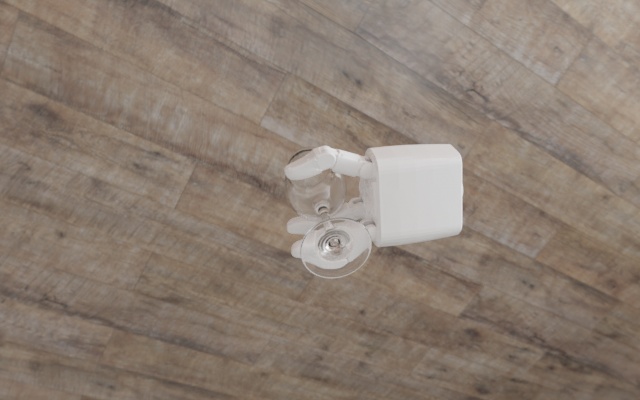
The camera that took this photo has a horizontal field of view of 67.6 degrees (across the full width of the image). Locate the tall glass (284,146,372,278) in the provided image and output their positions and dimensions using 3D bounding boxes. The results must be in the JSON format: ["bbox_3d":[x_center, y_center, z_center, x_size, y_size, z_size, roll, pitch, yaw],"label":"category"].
[{"bbox_3d":[0.000,0.002,0.569,0.079,0.079,0.201,0,29,-11],"label":"tall glass"}]
